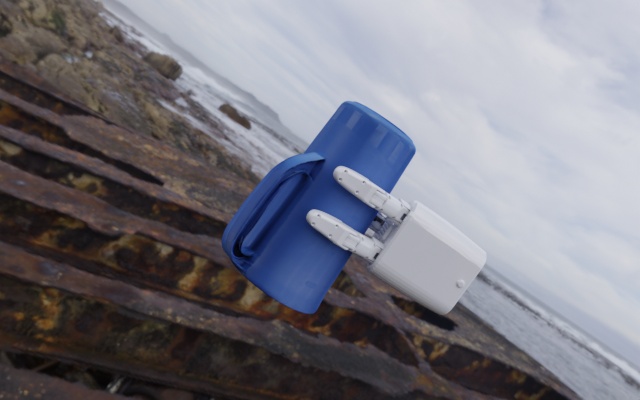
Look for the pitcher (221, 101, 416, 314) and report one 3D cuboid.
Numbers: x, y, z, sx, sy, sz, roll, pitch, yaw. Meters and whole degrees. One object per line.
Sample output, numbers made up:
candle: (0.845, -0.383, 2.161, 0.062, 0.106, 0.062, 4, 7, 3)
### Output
pitcher: (0.000, 0.002, 0.576, 0.145, 0.243, 0.149, 34, 5, -3)
